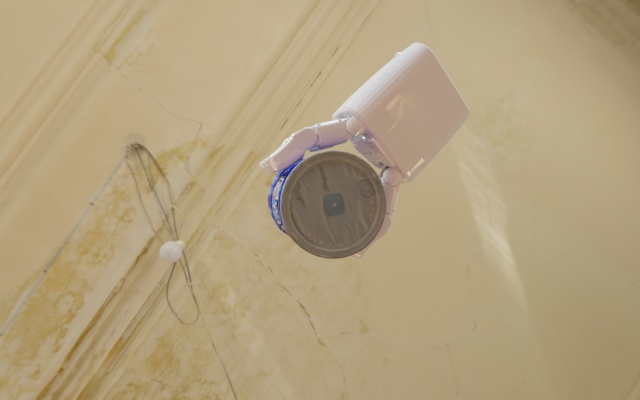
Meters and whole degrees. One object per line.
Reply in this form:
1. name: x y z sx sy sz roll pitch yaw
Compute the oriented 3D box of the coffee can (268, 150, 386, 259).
1. coffee can: 0.000 0.002 0.516 0.103 0.103 0.140 0 2 -11
